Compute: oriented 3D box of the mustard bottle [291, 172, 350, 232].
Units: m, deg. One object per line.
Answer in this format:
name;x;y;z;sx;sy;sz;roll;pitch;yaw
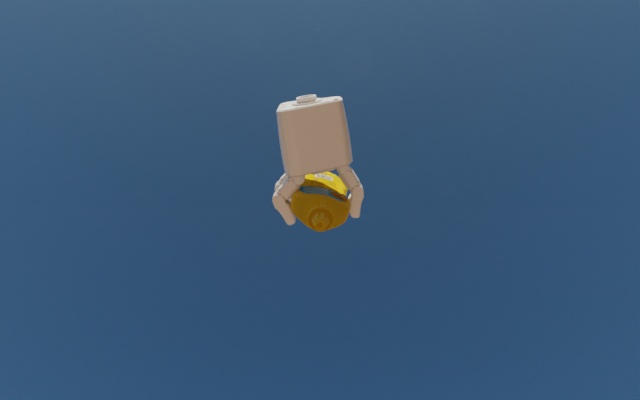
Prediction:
mustard bottle;0.000;0.003;0.790;0.096;0.058;0.191;14;19;-6
